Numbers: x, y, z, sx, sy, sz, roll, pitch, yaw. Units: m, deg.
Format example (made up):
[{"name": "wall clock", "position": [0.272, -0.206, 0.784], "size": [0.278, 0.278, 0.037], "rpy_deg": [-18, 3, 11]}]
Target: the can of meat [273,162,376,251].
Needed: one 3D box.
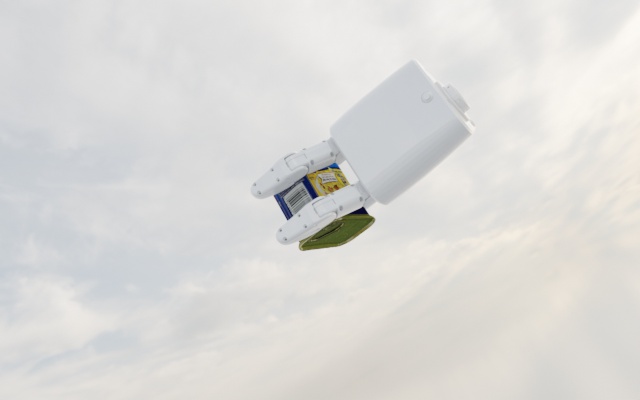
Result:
[{"name": "can of meat", "position": [0.000, 0.001, 0.509], "size": [0.057, 0.084, 0.102], "rpy_deg": [-40, -21, 26]}]
